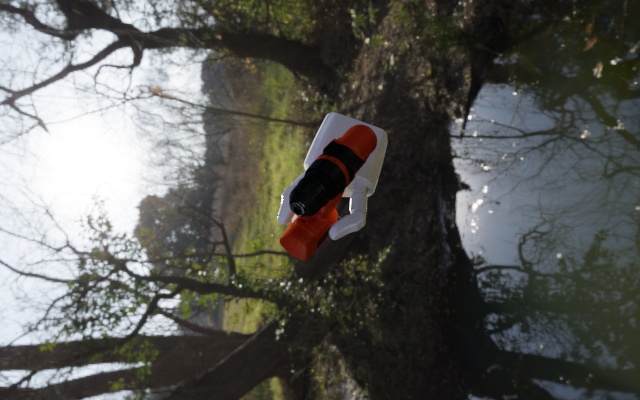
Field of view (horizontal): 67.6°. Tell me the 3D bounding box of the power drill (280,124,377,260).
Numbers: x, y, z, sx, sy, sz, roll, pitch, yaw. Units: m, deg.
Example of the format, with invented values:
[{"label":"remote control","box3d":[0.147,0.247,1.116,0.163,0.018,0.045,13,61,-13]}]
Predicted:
[{"label":"power drill","box3d":[0.000,0.002,0.657,0.057,0.188,0.184,36,48,9]}]
